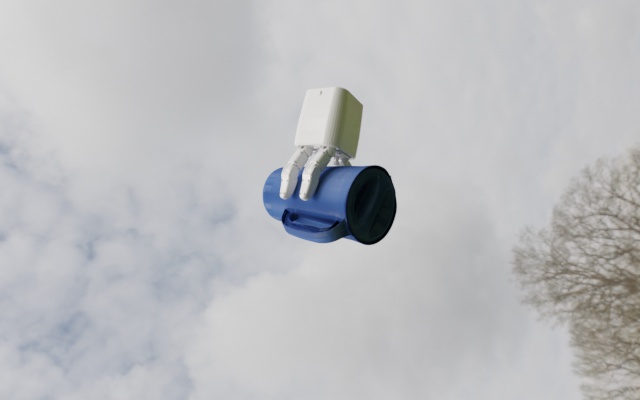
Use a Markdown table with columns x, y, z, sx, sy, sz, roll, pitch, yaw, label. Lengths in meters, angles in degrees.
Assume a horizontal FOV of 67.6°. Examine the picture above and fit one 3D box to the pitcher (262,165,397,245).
| x | y | z | sx | sy | sz | roll | pitch | yaw | label |
| --- | --- | --- | --- | --- | --- | --- | --- | --- | --- |
| 0.000 | 0.003 | 0.859 | 0.243 | 0.145 | 0.149 | 7 | -7 | 45 | pitcher |
